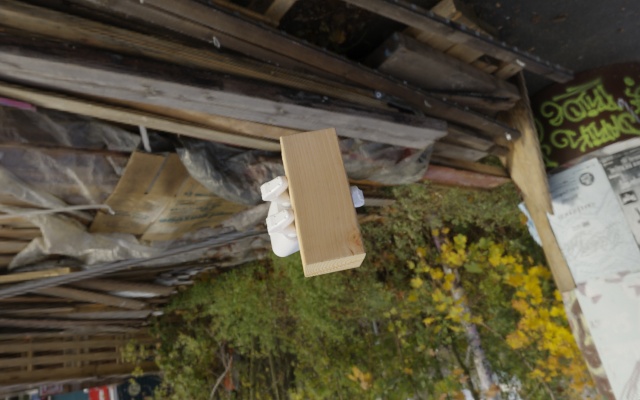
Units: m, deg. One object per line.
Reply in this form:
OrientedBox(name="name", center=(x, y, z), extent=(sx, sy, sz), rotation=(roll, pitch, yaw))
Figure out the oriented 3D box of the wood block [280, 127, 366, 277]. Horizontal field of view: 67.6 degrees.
OrientedBox(name="wood block", center=(0.000, 0.003, 0.744), extent=(0.091, 0.206, 0.090), rotation=(-11, -19, -5))
